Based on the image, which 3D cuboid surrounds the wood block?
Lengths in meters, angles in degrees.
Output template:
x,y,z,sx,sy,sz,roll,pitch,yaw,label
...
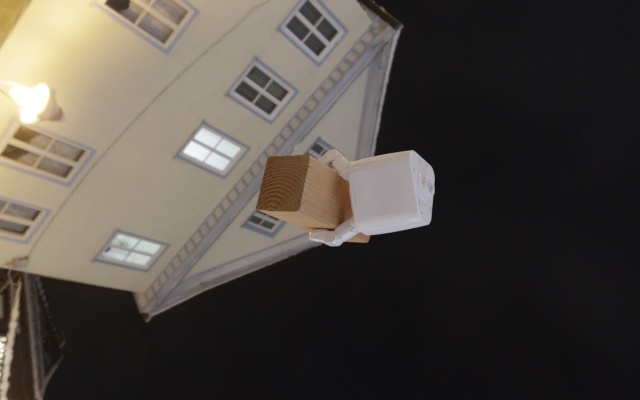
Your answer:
x,y,z,sx,sy,sz,roll,pitch,yaw,label
0.000,0.003,0.800,0.090,0.090,0.206,2,-16,37,wood block
